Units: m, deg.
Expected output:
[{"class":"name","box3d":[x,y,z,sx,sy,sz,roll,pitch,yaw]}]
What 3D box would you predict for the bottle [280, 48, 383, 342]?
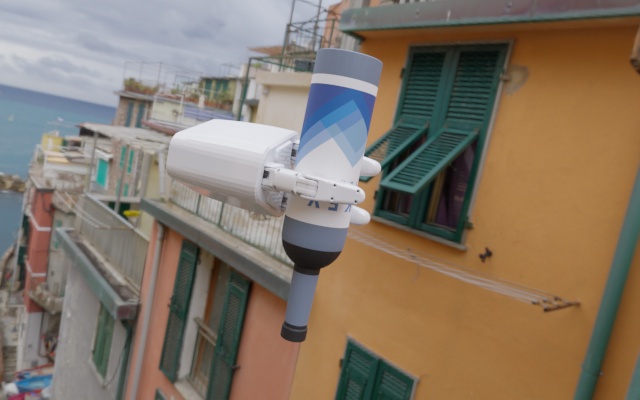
[{"class":"bottle","box3d":[0.000,0.001,0.490,0.069,0.296,0.069,11,6,-1]}]
